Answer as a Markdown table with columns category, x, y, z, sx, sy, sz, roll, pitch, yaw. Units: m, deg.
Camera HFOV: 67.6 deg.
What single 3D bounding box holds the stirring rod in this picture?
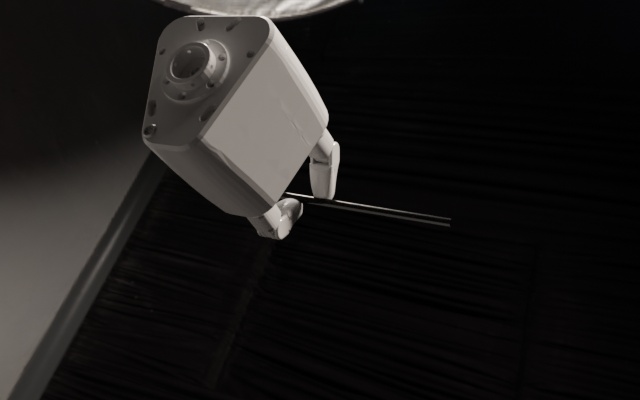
| category | x | y | z | sx | sy | sz | roll | pitch | yaw |
| --- | --- | --- | --- | --- | --- | --- | --- | --- | --- |
| stirring rod | 0.000 | 0.001 | 0.448 | 0.239 | 0.011 | 0.011 | 9 | 4 | 23 |
